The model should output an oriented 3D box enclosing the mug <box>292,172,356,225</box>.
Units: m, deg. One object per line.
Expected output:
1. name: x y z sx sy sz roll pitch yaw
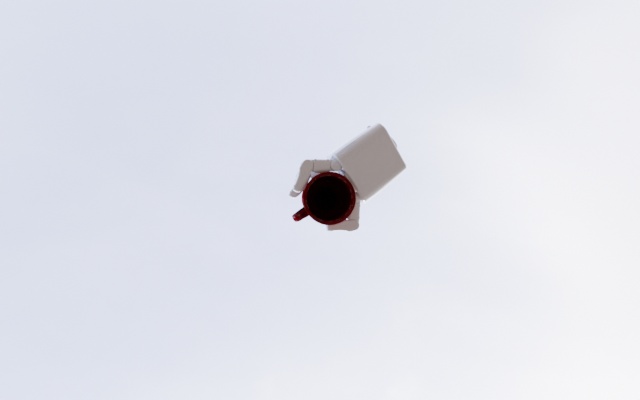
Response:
1. mug: -0.001 0.004 0.862 0.117 0.093 0.081 -35 6 -7
